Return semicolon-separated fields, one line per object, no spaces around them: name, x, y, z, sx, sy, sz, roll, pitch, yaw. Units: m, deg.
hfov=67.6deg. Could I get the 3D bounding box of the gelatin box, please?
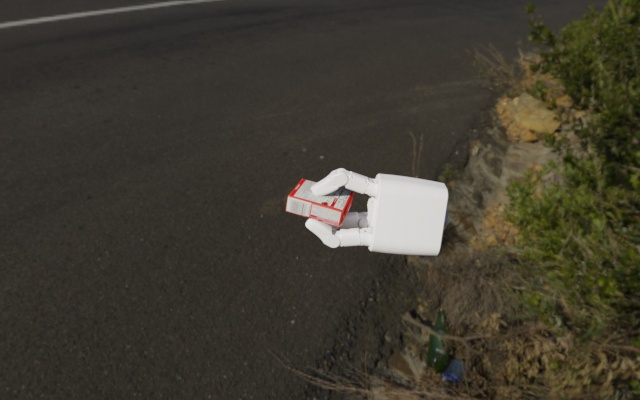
gelatin box;0.000;0.002;0.734;0.089;0.030;0.073;16;27;8
